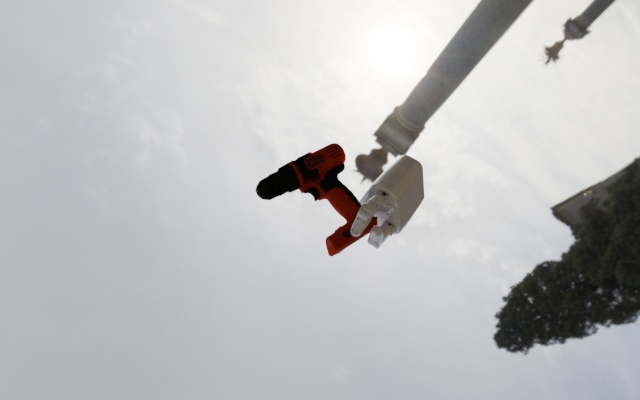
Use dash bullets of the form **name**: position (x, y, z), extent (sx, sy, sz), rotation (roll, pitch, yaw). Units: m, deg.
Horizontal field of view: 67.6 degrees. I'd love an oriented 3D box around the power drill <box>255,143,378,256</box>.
- **power drill**: position (0.001, 0.003, 0.863), extent (0.184, 0.187, 0.057), rotation (-29, -11, -17)
